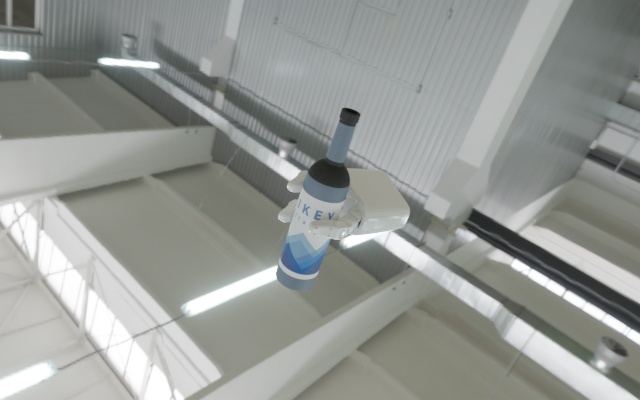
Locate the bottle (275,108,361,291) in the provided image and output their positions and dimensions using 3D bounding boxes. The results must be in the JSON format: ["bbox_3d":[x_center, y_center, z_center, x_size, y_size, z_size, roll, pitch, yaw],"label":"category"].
[{"bbox_3d":[0.000,0.003,0.721,0.069,0.296,0.069,15,26,-8],"label":"bottle"}]
